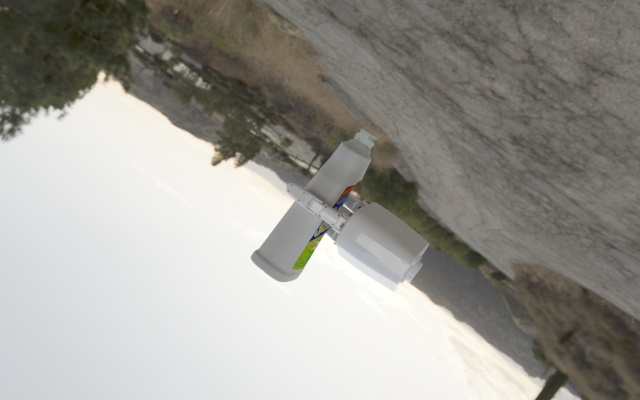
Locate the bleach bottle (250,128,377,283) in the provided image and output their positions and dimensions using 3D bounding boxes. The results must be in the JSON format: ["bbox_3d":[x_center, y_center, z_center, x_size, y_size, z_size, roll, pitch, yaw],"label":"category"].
[{"bbox_3d":[0.000,0.002,0.716,0.068,0.251,0.102,36,5,16],"label":"bleach bottle"}]
